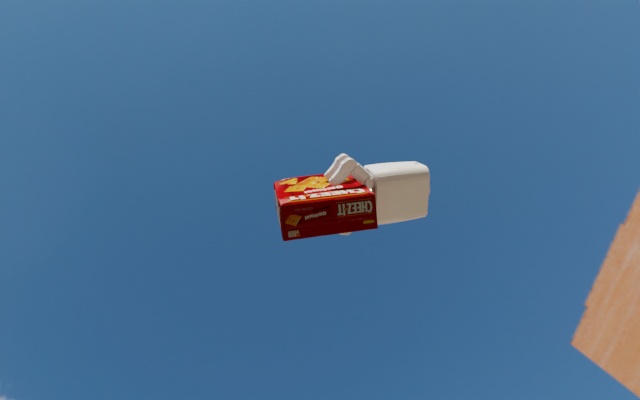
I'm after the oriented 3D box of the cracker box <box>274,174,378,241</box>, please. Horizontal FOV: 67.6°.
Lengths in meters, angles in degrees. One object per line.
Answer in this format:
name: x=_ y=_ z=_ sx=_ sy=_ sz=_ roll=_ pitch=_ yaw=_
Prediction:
cracker box: x=0.000 y=0.003 z=0.890 sx=0.164 sy=0.072 sz=0.213 roll=-8 pitch=14 yaw=-7
